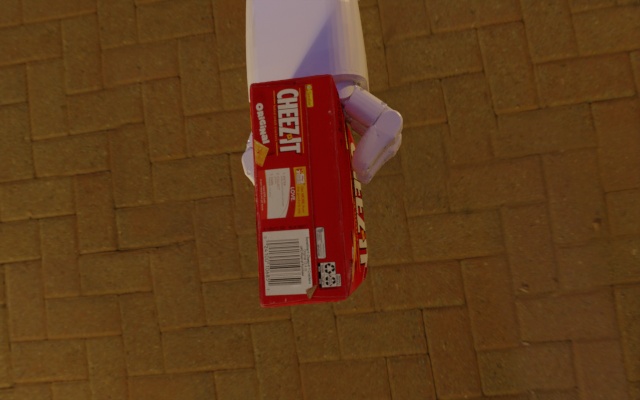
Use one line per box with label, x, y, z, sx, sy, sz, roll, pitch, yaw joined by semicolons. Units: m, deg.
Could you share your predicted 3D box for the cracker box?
cracker box;0.000;0.001;0.438;0.072;0.164;0.214;-5;-6;9
